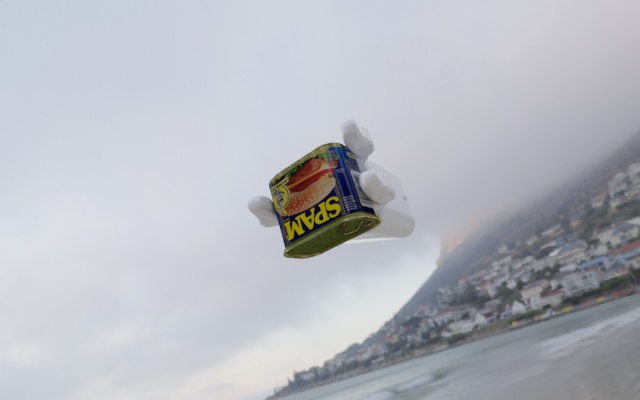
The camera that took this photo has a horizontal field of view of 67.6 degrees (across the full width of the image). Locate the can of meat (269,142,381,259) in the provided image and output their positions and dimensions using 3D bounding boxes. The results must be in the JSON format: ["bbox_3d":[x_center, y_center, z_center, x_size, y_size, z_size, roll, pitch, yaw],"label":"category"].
[{"bbox_3d":[0.000,0.001,0.486,0.102,0.084,0.057,-29,-24,29],"label":"can of meat"}]
